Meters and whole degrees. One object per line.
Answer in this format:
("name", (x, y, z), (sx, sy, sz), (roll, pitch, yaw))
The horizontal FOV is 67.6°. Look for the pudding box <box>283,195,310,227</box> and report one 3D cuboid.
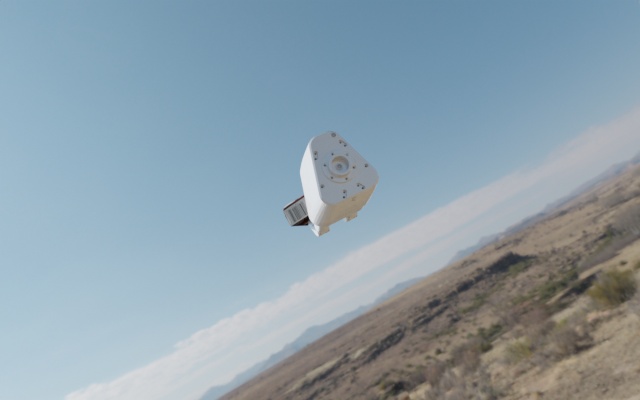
("pudding box", (0.000, 0.003, 0.837), (0.113, 0.039, 0.090), (-31, -11, 13))
